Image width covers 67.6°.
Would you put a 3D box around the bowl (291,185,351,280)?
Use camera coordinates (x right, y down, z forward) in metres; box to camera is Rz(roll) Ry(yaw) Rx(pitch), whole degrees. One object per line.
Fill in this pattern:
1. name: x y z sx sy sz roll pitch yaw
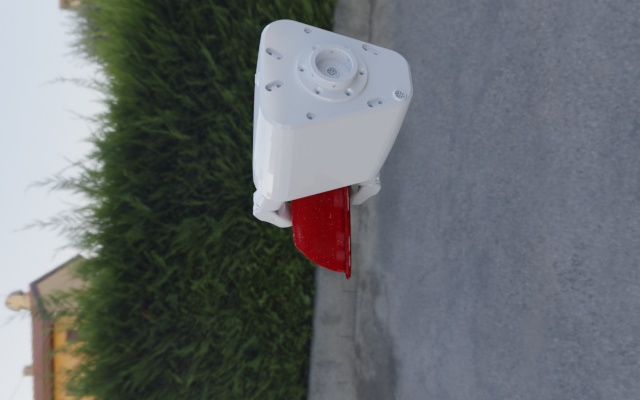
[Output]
1. bowl: 0.000 0.002 0.495 0.055 0.162 0.162 -3 0 1
